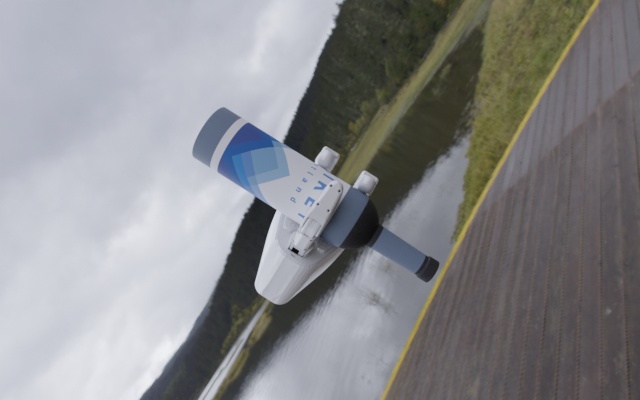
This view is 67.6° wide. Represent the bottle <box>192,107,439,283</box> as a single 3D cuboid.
[{"bbox_3d":[0.000,0.002,0.533,0.296,0.069,0.069,32,1,1],"label":"bottle"}]
